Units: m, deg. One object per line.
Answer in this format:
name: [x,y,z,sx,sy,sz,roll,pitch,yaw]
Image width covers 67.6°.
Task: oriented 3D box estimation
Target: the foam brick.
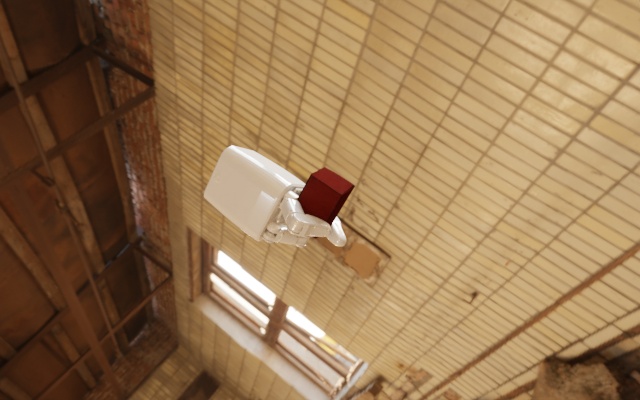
foam brick: [0.000,0.002,0.651,0.051,0.078,0.053,36,25,11]
